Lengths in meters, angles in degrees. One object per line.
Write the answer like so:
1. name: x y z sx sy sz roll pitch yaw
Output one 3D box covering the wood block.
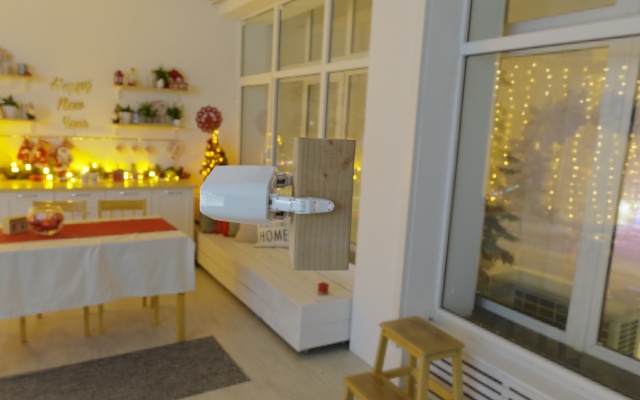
1. wood block: 0.000 0.002 0.777 0.090 0.206 0.091 1 8 -8
